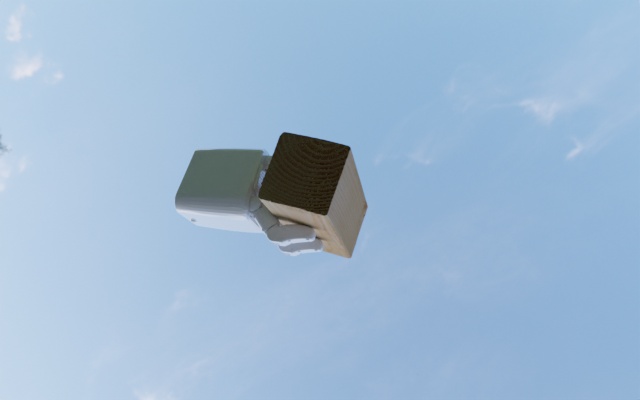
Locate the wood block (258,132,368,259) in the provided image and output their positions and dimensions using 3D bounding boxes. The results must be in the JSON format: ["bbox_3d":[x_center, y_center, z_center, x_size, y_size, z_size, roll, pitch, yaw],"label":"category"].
[{"bbox_3d":[0.000,0.002,0.641,0.090,0.090,0.206,14,-16,16],"label":"wood block"}]
